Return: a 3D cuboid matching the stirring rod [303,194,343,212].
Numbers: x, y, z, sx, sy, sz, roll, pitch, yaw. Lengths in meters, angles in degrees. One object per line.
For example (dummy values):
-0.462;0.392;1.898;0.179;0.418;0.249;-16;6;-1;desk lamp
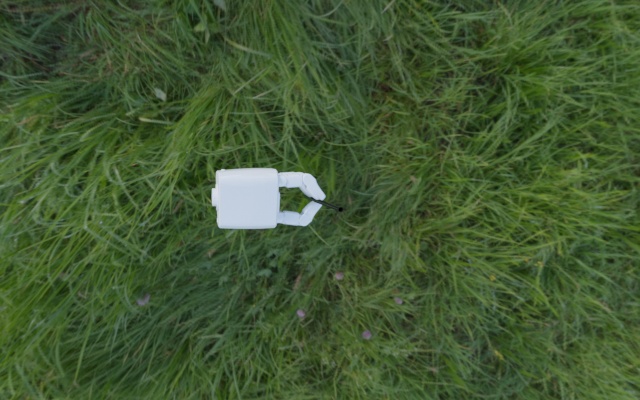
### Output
0.000;0.003;0.876;0.011;0.011;0.239;0;6;-16;stirring rod
